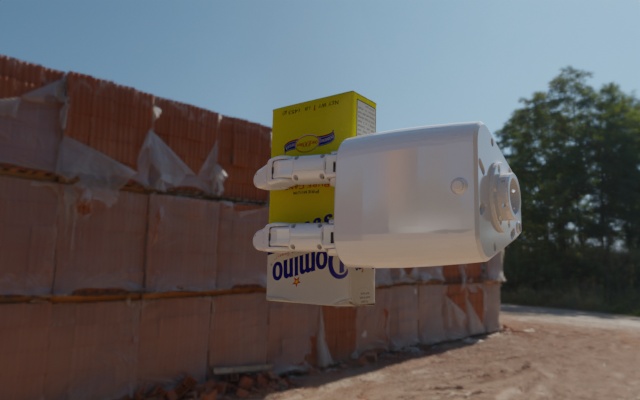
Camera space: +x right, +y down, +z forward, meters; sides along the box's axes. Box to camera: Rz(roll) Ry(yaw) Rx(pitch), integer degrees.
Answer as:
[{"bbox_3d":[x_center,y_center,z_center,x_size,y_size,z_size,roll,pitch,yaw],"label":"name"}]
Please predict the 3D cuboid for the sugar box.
[{"bbox_3d":[0.000,0.001,0.420,0.093,0.176,0.048,-5,-12,37],"label":"sugar box"}]
